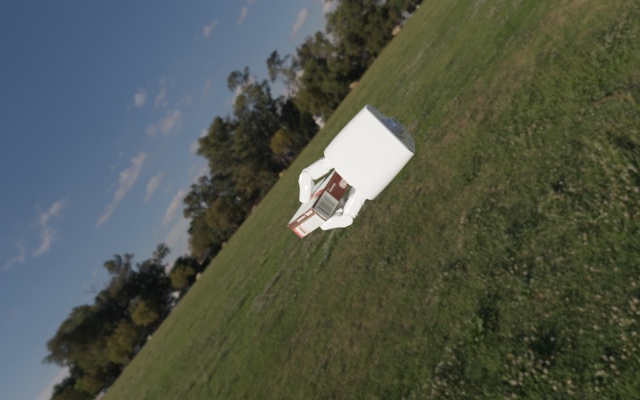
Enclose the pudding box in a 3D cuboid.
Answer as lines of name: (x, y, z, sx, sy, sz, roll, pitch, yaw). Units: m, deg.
pudding box: (0.000, 0.003, 0.836, 0.090, 0.039, 0.113, -38, 14, 51)
